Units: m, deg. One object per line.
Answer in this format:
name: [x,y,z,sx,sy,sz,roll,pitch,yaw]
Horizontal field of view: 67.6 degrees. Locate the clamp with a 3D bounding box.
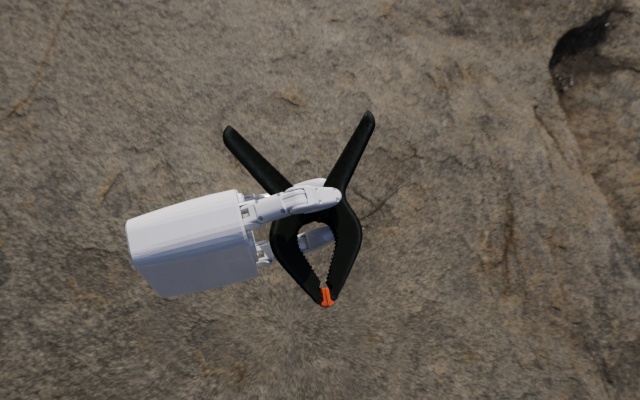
clamp: [0.000,0.002,0.495,0.164,0.210,0.036,-14,-13,-7]
